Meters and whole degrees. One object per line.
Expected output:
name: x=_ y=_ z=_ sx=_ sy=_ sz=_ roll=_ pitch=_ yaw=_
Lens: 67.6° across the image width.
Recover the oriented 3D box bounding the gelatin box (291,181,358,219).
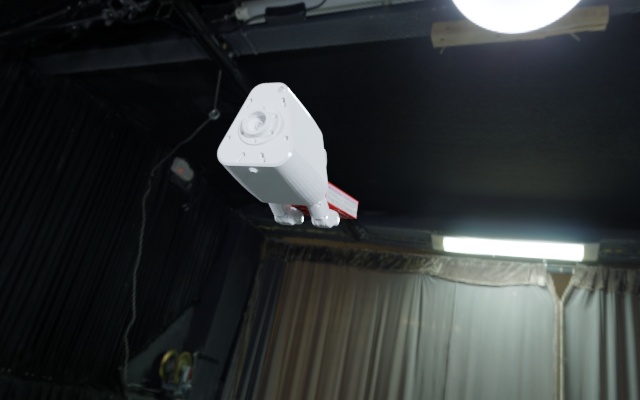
gelatin box: x=0.000 y=0.002 z=0.673 sx=0.073 sy=0.030 sz=0.089 roll=-2 pitch=-19 yaw=34
